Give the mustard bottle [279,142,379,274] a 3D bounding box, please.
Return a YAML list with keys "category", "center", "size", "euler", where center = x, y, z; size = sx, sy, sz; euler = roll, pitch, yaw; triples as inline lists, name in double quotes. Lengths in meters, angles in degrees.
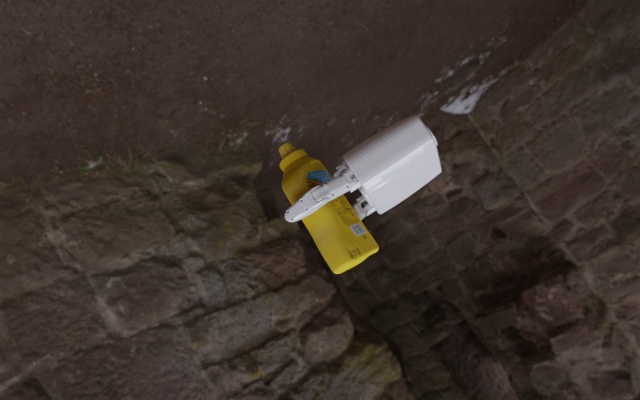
- category: "mustard bottle"
  center: [0.000, 0.003, 0.646]
  size: [0.058, 0.191, 0.096]
  euler: [-39, -13, 28]
